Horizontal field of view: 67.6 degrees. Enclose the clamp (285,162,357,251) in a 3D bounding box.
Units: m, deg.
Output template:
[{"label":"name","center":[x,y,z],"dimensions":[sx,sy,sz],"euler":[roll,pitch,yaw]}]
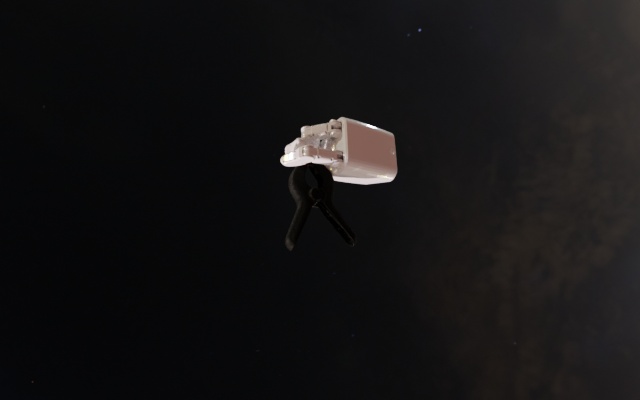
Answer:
[{"label":"clamp","center":[0.000,0.003,0.772],"dimensions":[0.120,0.171,0.039],"euler":[10,-23,-27]}]
